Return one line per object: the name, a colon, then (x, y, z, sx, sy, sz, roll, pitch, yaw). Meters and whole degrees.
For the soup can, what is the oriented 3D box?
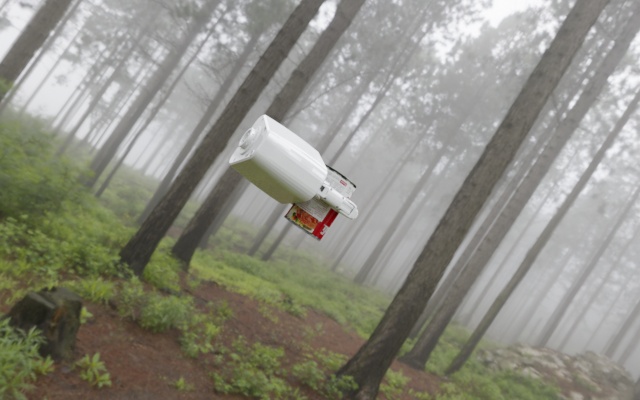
soup can: (0.001, 0.002, 0.734, 0.068, 0.102, 0.068, 34, -2, 2)
